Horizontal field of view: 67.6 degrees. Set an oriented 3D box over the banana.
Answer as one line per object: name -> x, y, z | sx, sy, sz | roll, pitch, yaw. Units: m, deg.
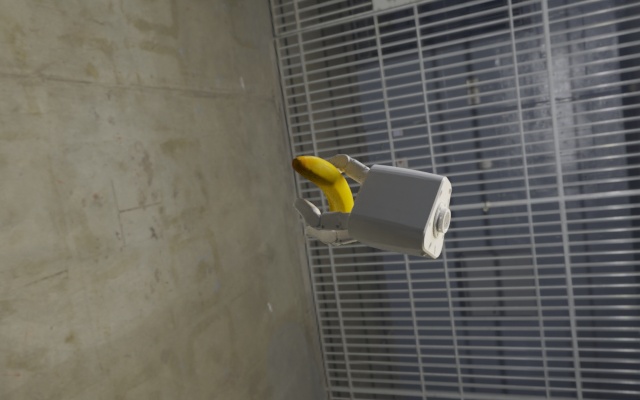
banana -> 0.013, -0.008, 0.708 | 0.037, 0.069, 0.198 | 29, -25, 35
